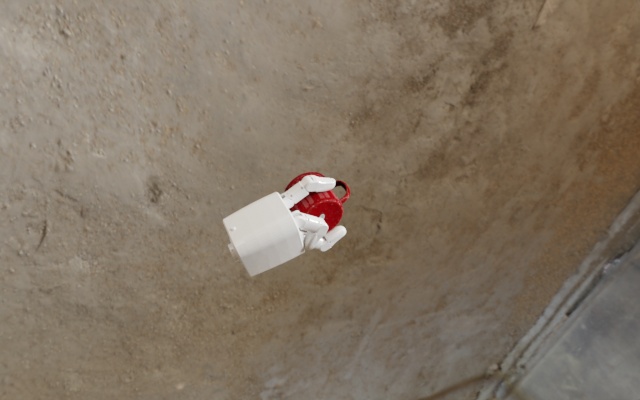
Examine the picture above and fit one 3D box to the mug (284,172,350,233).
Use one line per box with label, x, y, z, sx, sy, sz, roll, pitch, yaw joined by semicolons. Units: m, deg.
mug;0.002;0.002;0.870;0.117;0.093;0.081;-26;44;-9
